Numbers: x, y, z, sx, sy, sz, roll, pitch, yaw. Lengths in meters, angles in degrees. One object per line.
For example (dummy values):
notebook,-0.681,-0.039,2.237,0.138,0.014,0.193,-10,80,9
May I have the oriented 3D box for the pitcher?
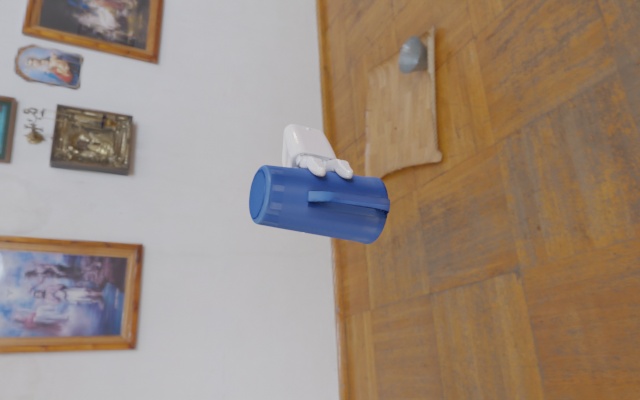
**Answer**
pitcher,0.000,0.003,0.887,0.243,0.149,0.145,8,38,-24
